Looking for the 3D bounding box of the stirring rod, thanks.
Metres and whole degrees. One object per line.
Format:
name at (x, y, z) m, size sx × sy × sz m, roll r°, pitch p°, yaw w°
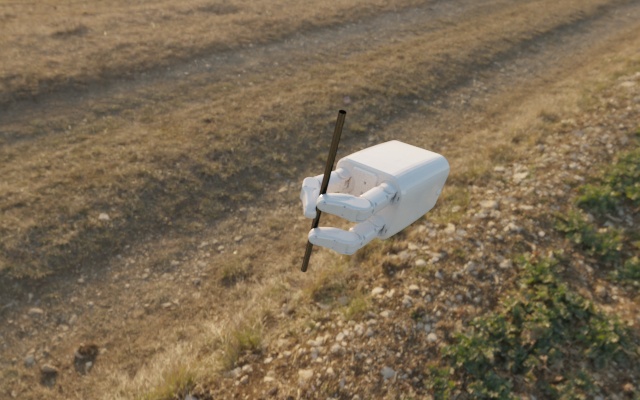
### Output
stirring rod at (0.000, 0.002, 0.551) m, size 0.011 × 0.240 × 0.011 m, roll 8°, pitch 40°, yaw -7°
